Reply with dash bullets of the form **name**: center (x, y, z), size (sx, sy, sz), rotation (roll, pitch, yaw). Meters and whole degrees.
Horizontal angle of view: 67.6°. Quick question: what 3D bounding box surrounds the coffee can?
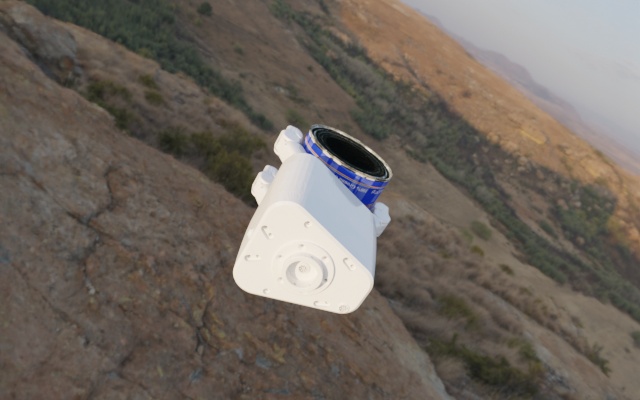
- **coffee can**: center (0.000, 0.002, 0.536), size (0.103, 0.140, 0.102), rotation (26, 24, -13)
